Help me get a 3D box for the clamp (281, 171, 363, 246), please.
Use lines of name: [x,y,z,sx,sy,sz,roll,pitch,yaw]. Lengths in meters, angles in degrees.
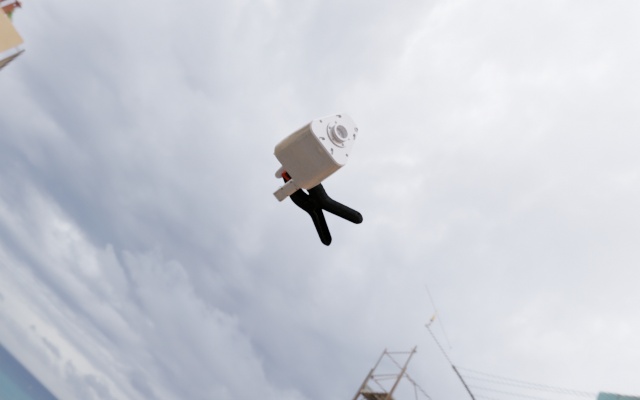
clamp: [0.000,0.003,0.894,0.120,0.171,0.039,-30,14,39]
